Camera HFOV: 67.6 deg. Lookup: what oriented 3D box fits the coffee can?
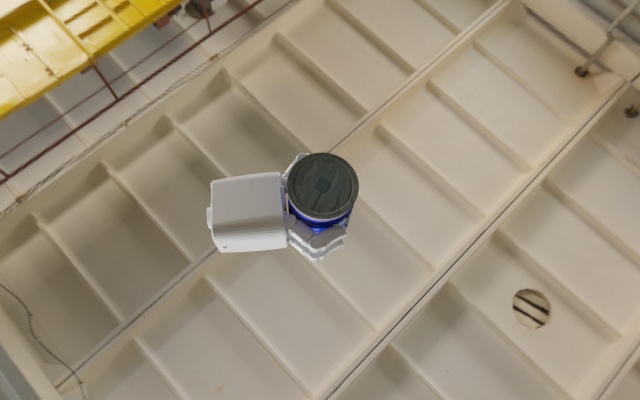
[{"bbox_3d":[0.000,0.002,0.735,0.103,0.102,0.140,0,-21,-3],"label":"coffee can"}]
